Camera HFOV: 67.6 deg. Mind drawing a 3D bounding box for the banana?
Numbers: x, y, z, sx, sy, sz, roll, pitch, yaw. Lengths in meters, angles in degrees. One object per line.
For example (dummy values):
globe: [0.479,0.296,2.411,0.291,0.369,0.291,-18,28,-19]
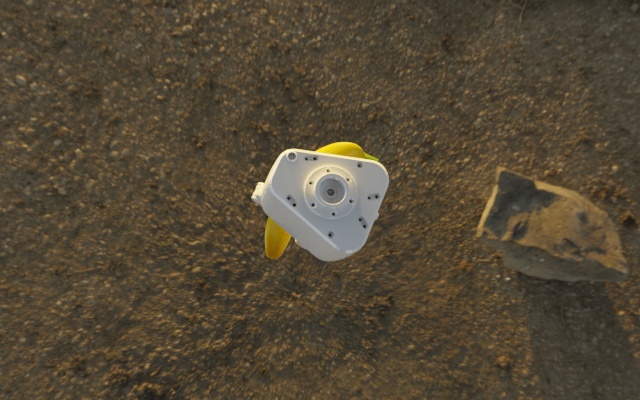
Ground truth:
banana: [-0.010,-0.014,0.602,0.197,0.069,0.037,-42,5,-16]
